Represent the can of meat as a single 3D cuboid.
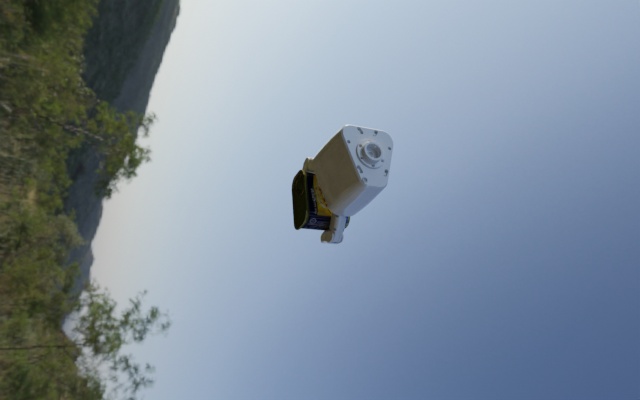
[{"bbox_3d":[0.000,0.003,0.827,0.084,0.102,0.057,7,-29,-23],"label":"can of meat"}]
